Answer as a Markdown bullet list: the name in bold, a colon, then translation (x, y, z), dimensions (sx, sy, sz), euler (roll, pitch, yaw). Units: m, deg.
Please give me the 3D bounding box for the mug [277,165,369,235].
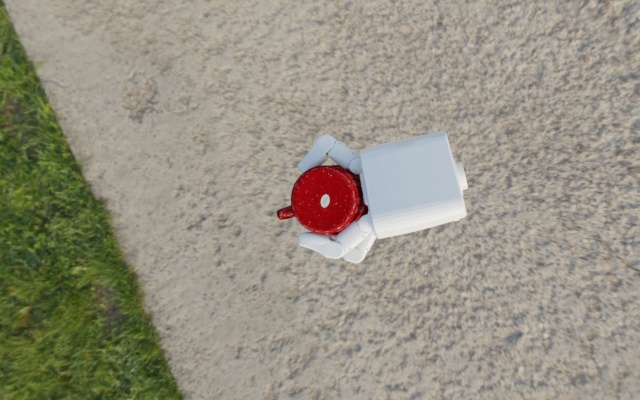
- **mug**: translation (-0.001, 0.002, 0.597), dimensions (0.117, 0.093, 0.081), euler (-14, -3, 12)
